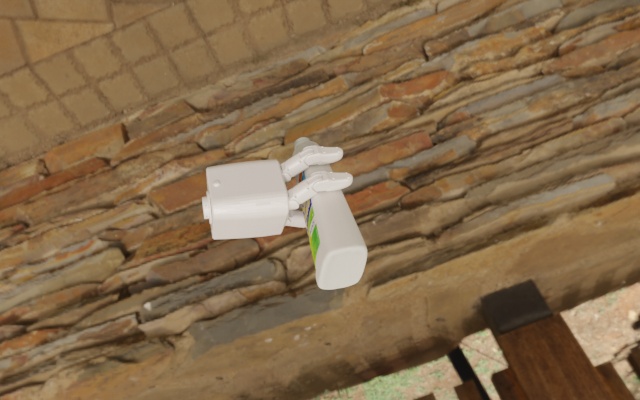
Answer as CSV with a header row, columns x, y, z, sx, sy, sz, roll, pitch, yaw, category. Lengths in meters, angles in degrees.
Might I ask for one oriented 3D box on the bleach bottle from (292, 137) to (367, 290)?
x,y,z,sx,sy,sz,roll,pitch,yaw,category
0.000,0.002,0.726,0.068,0.250,0.103,-7,-41,-14,bleach bottle
